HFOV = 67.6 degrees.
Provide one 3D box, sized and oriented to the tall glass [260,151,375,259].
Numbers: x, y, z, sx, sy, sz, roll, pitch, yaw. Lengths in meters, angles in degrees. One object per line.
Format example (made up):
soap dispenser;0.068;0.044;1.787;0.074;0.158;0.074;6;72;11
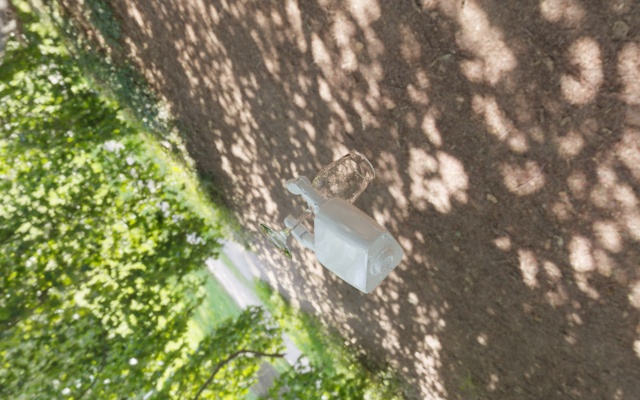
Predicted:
tall glass;0.000;0.003;0.779;0.201;0.079;0.079;-42;16;-19
